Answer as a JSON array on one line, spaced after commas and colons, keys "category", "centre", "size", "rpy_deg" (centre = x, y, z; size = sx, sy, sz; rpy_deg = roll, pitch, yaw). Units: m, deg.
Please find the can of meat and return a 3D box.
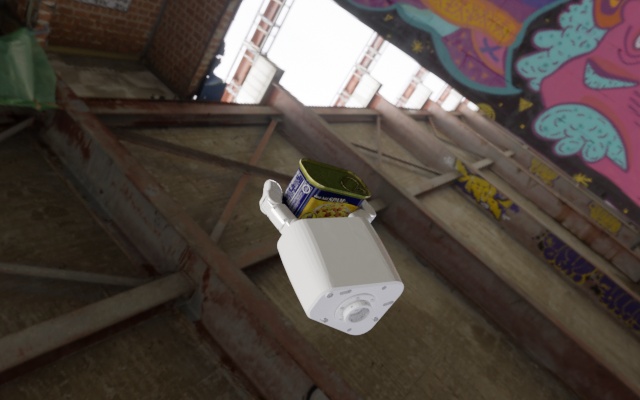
[{"category": "can of meat", "centre": [0.000, 0.002, 0.619], "size": [0.102, 0.084, 0.057], "rpy_deg": [12, 33, -37]}]
